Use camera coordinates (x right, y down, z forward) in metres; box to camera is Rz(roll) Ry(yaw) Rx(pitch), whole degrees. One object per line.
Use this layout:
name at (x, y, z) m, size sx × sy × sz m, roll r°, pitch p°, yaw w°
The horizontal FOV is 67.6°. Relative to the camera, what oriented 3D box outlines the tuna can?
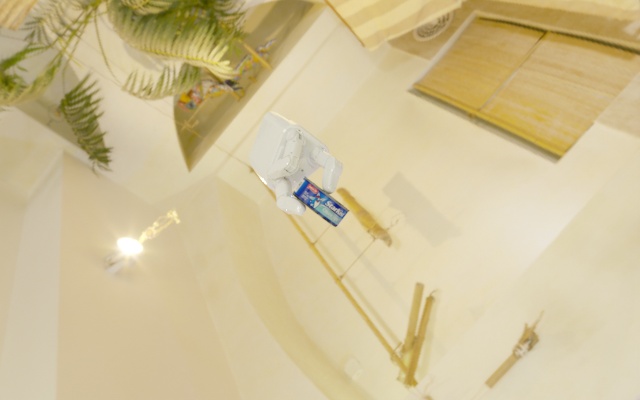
tuna can at (0.000, 0.003, 0.717) m, size 0.086 × 0.034 × 0.086 m, roll 38°, pitch 1°, yaw 0°
